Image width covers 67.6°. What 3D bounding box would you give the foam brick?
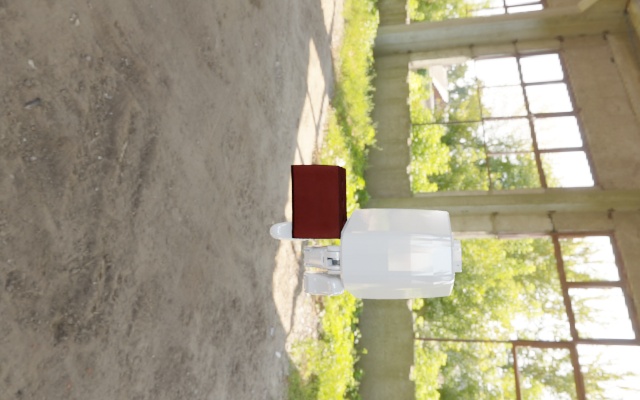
[{"bbox_3d":[0.000,0.001,0.511,0.051,0.078,0.053,-2,-1,13],"label":"foam brick"}]
